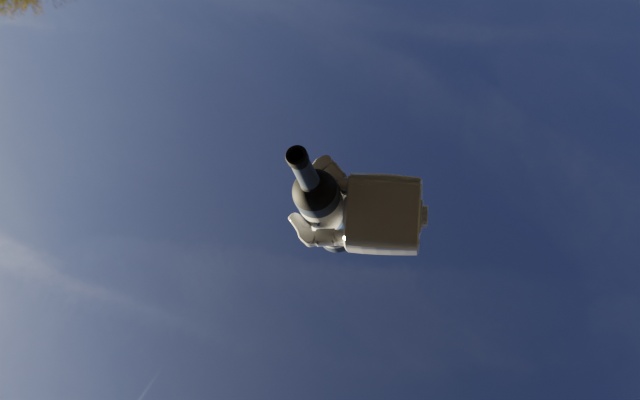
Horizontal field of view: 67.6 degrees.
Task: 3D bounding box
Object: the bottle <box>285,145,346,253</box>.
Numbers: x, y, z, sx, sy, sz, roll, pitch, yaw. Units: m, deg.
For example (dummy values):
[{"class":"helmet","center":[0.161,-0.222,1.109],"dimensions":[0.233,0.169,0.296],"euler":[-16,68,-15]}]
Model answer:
[{"class":"bottle","center":[0.000,0.002,0.710],"dimensions":[0.069,0.069,0.296],"euler":[0,-23,13]}]
